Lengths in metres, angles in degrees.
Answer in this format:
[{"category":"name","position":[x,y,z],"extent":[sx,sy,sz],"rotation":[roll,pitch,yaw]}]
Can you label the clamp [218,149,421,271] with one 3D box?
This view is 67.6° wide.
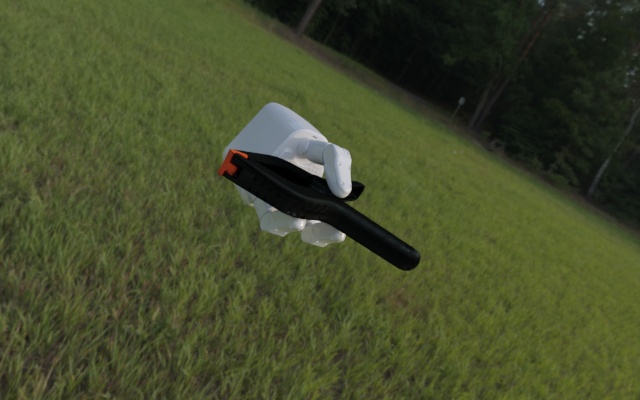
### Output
[{"category":"clamp","position":[0.000,0.001,0.486],"extent":[0.210,0.036,0.164],"rotation":[18,21,-35]}]
